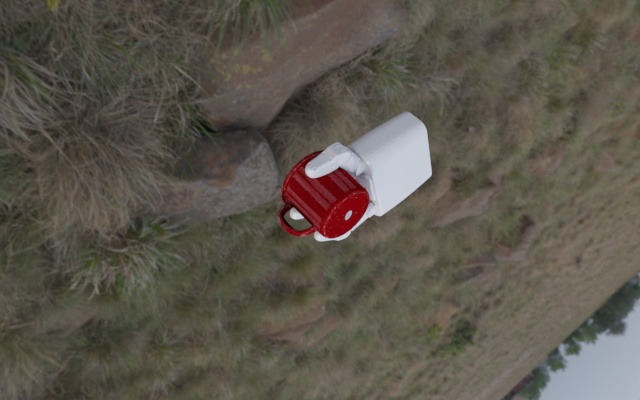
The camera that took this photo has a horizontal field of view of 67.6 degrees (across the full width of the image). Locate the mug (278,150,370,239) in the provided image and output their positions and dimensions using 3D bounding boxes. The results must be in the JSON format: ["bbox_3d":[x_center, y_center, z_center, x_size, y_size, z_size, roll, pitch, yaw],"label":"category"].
[{"bbox_3d":[-0.001,0.003,0.618,0.117,0.081,0.093,-36,-31,-16],"label":"mug"}]
